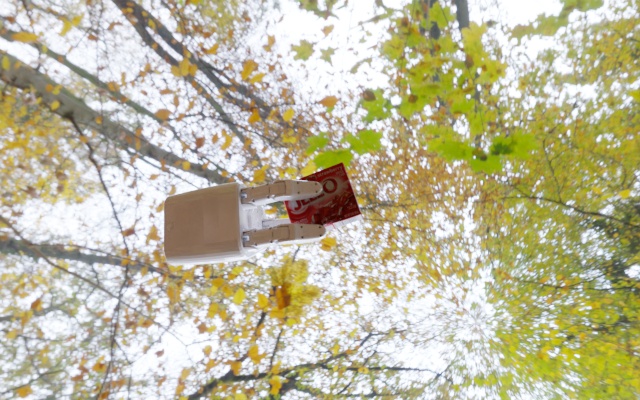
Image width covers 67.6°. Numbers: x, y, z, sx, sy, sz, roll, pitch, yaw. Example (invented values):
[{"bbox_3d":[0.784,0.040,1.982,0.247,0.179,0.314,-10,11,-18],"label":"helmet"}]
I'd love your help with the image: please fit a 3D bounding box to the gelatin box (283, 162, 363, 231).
[{"bbox_3d":[0.001,0.002,0.607,0.089,0.073,0.030,-20,-17,4],"label":"gelatin box"}]
